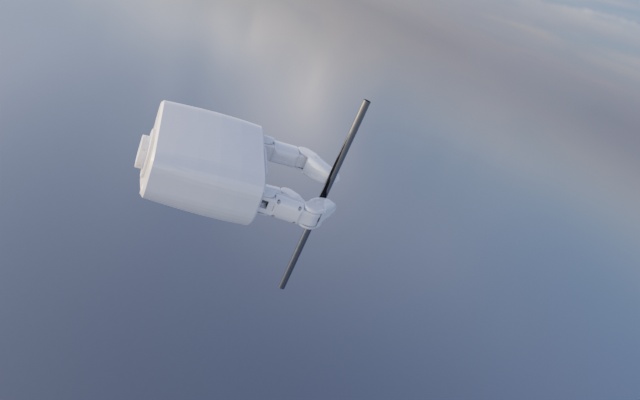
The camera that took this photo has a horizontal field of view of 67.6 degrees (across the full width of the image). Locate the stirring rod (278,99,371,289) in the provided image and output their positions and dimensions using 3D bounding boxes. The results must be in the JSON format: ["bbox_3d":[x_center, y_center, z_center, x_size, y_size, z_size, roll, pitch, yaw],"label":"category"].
[{"bbox_3d":[0.000,0.002,0.521,0.011,0.240,0.011,21,23,-9],"label":"stirring rod"}]
